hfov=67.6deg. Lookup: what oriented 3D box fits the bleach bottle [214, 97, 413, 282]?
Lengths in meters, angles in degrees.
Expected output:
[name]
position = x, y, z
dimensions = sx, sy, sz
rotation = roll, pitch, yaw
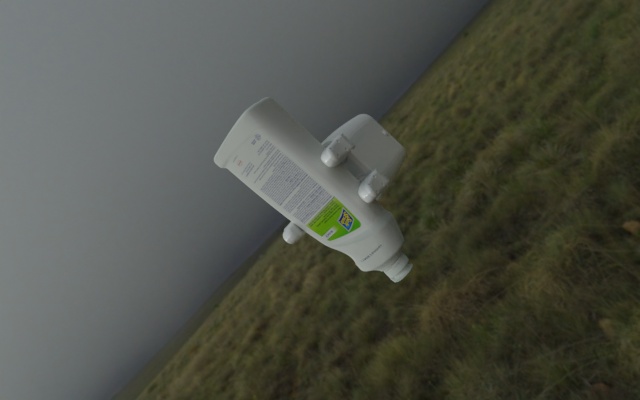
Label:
[bleach bottle]
position = 0.000, 0.002, 0.549
dimensions = 0.103, 0.251, 0.068
rotation = -46, 1, 41
